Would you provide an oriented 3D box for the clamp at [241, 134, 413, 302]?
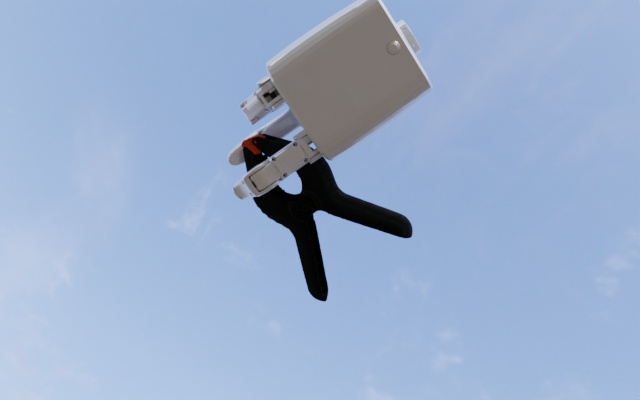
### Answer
[{"bbox_3d":[0.000,0.001,0.443,0.120,0.171,0.039,-32,9,13],"label":"clamp"}]
